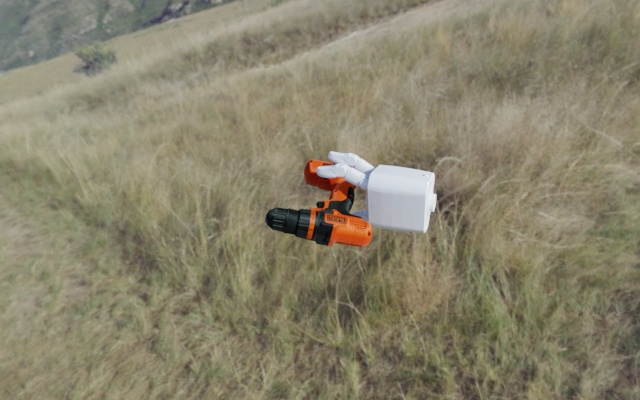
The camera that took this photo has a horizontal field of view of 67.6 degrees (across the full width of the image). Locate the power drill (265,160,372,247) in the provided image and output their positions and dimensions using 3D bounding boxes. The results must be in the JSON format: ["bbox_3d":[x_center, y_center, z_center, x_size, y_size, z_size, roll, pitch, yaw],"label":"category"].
[{"bbox_3d":[0.000,0.003,0.873,0.184,0.057,0.187,12,40,-6],"label":"power drill"}]
